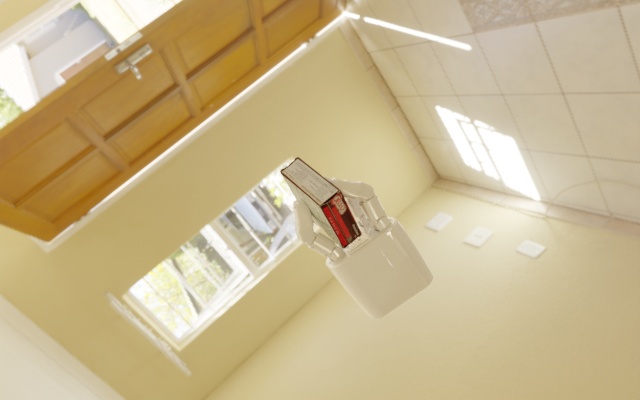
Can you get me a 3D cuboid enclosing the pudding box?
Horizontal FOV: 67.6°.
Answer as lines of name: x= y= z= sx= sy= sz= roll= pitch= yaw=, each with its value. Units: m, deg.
pudding box: x=0.000 y=0.002 z=0.648 sx=0.039 sy=0.090 sz=0.113 roll=-38 pitch=42 yaw=-13
